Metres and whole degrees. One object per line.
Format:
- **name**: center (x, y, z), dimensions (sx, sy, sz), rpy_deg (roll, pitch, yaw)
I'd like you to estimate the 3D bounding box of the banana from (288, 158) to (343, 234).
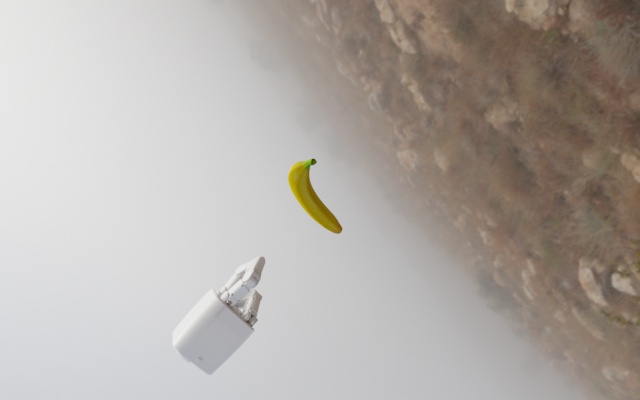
- **banana**: center (-0.015, -0.005, 0.851), dimensions (0.069, 0.037, 0.198), rpy_deg (23, -27, 34)
